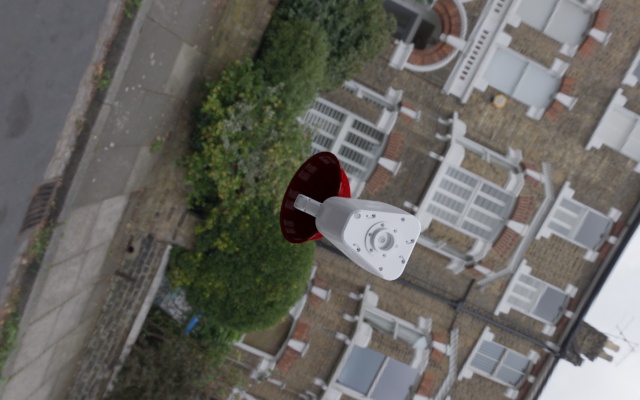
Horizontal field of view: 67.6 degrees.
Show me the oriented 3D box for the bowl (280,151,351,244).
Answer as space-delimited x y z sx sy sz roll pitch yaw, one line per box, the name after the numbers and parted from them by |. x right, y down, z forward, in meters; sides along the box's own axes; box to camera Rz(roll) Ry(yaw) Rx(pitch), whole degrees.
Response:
0.000 0.002 0.795 0.055 0.162 0.162 24 -14 -33 | bowl
